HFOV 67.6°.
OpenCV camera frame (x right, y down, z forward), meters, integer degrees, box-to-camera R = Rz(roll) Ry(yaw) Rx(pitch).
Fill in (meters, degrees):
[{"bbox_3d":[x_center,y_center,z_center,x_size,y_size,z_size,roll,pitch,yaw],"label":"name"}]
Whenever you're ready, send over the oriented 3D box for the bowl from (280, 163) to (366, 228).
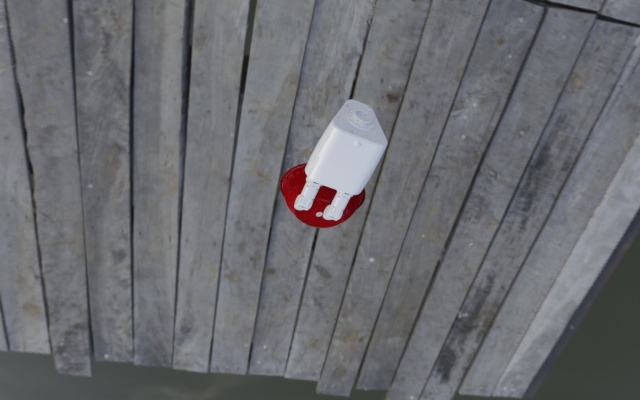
[{"bbox_3d":[0.000,0.004,0.879,0.162,0.055,0.162,6,-36,5],"label":"bowl"}]
